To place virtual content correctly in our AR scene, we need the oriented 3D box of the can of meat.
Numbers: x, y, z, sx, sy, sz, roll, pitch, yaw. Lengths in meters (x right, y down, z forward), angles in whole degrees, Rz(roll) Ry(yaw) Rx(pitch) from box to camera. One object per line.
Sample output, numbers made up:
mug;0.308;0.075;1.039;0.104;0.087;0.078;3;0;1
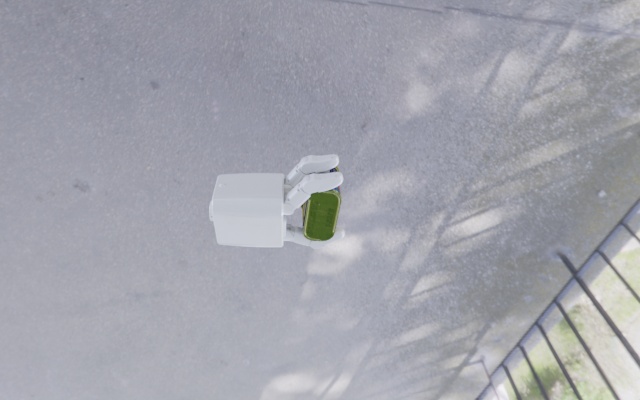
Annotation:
can of meat;0.000;0.003;0.761;0.057;0.102;0.084;5;33;-6
